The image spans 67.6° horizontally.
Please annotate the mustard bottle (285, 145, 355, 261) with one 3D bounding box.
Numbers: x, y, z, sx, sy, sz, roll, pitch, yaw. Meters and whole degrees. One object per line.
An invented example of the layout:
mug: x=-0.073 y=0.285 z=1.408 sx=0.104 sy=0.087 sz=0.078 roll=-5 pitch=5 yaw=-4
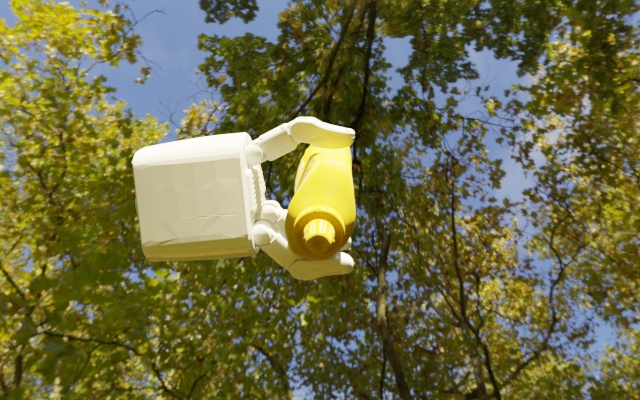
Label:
mustard bottle: x=0.000 y=0.001 z=0.447 sx=0.058 sy=0.096 sz=0.191 roll=17 pitch=18 yaw=-4
